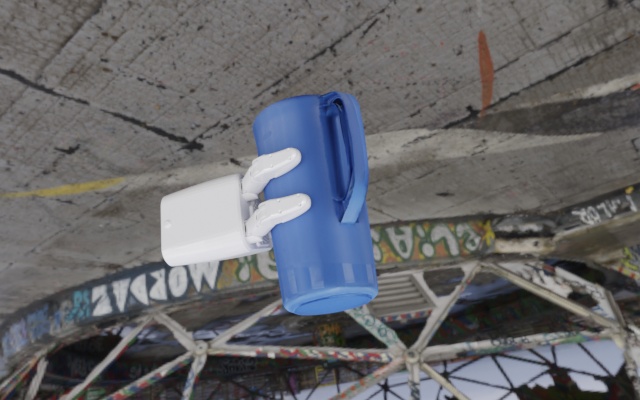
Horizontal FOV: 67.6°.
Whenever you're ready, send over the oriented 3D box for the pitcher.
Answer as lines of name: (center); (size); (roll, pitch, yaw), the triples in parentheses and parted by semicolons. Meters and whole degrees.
pitcher: (0.000, 0.002, 0.565); (0.145, 0.242, 0.149); (-14, -23, 10)
